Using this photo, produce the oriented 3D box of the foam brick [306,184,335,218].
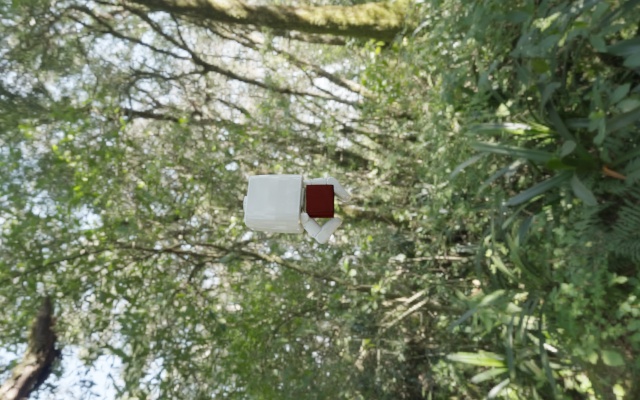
[{"bbox_3d":[0.000,0.003,0.898,0.051,0.053,0.078,1,-11,3],"label":"foam brick"}]
